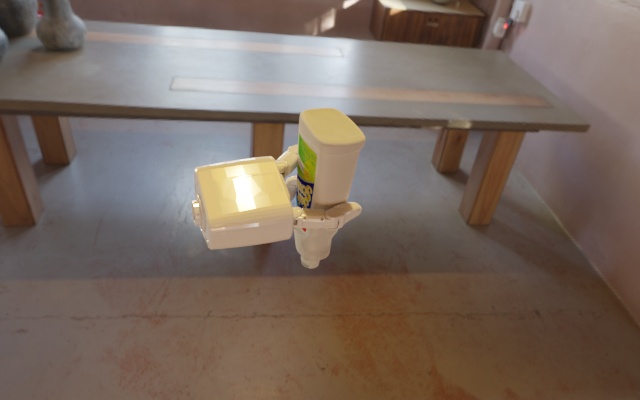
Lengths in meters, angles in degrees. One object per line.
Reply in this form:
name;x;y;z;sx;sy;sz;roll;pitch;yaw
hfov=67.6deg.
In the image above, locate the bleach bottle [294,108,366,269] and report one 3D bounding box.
bleach bottle;0.000;0.002;0.679;0.068;0.251;0.102;-9;39;-21
